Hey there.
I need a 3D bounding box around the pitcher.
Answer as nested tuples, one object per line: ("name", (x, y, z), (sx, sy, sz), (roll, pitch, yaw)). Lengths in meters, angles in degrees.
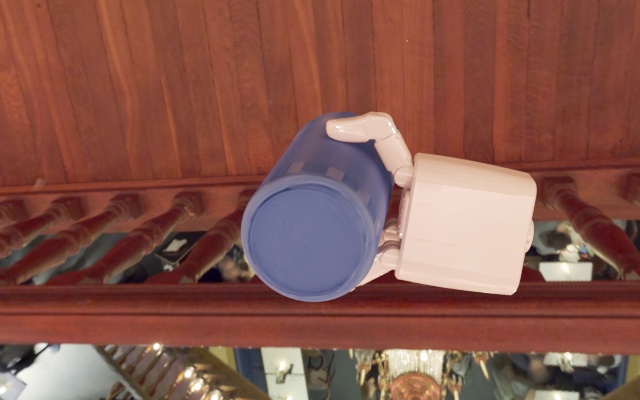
("pitcher", (0.000, 0.002, 0.475), (0.145, 0.149, 0.242), (9, 20, 7))
